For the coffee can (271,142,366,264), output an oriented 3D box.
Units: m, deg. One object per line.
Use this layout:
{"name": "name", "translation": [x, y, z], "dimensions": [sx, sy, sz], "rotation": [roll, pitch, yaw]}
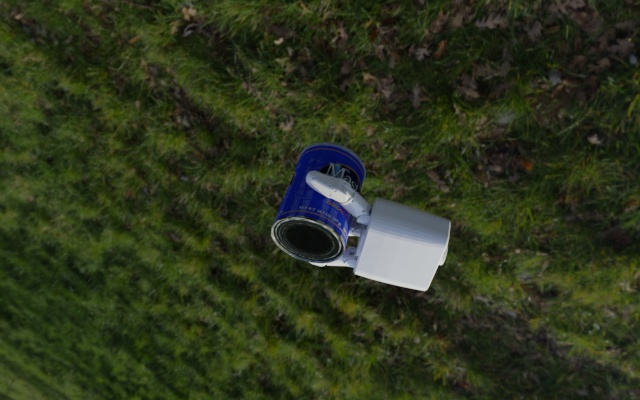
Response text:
{"name": "coffee can", "translation": [0.000, 0.002, 0.673], "dimensions": [0.103, 0.140, 0.103], "rotation": [11, -38, 9]}
